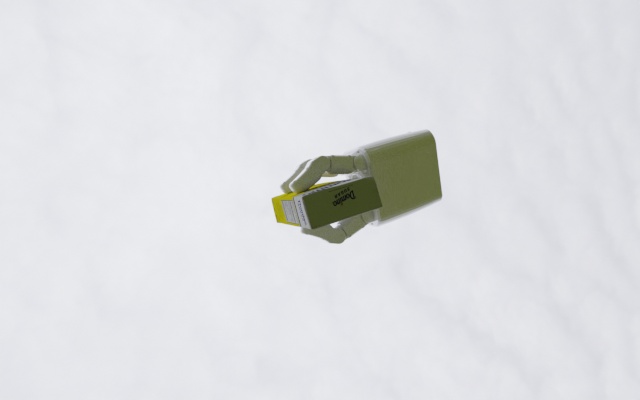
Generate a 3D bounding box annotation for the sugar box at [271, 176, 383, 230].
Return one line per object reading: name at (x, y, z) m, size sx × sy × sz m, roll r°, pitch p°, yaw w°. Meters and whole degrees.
sugar box at (0.000, 0.001, 0.618) m, size 0.093 × 0.048 × 0.176 m, roll -17°, pitch 2°, yaw -17°
